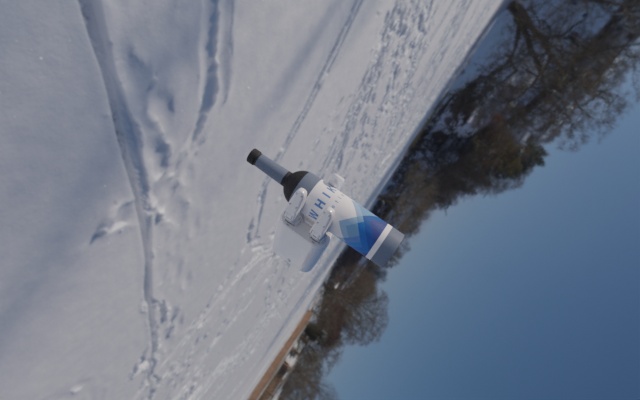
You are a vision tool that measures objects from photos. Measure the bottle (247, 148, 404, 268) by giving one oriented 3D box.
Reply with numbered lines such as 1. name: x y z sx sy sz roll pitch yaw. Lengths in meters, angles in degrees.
1. bottle: 0.000 0.003 0.809 0.295 0.069 0.069 34 5 7
